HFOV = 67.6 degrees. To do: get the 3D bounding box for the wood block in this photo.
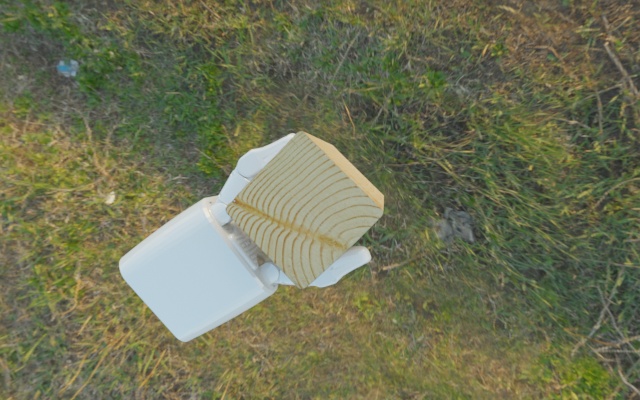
[{"bbox_3d":[0.000,0.002,0.462,0.090,0.091,0.206,-45,-2,8],"label":"wood block"}]
